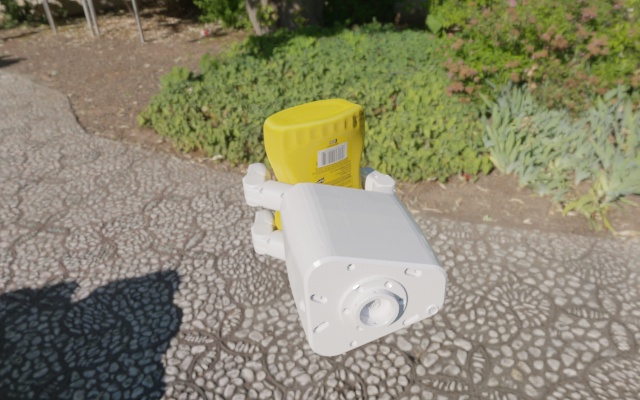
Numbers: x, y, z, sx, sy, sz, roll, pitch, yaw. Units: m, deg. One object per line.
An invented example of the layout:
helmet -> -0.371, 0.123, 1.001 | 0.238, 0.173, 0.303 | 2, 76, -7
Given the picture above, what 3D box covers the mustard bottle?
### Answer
mustard bottle -> 0.000, 0.001, 0.480 | 0.096, 0.192, 0.058 | -22, 34, -29
